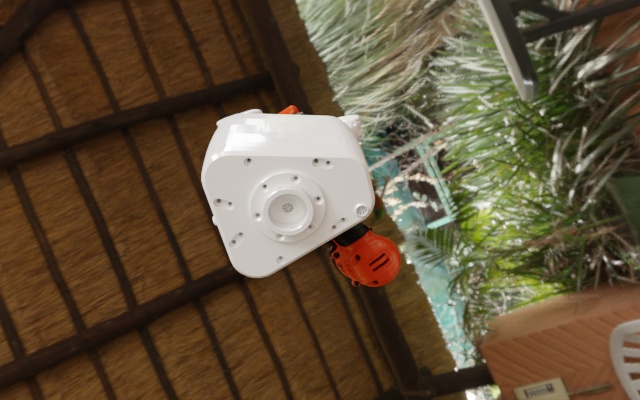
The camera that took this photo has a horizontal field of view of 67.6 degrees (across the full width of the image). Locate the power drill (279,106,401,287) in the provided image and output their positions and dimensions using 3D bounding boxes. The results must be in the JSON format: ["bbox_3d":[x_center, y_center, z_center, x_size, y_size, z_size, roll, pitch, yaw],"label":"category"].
[{"bbox_3d":[0.000,0.001,0.496,0.057,0.187,0.184,-38,3,-9],"label":"power drill"}]
